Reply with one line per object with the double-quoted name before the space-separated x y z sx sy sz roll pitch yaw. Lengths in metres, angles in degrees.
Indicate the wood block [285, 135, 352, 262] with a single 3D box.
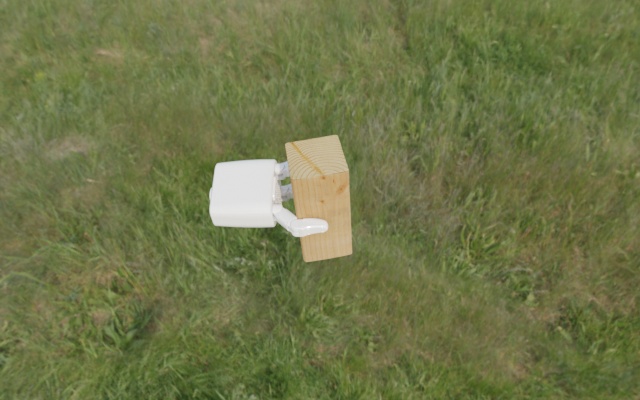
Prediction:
"wood block" 0.000 0.003 0.814 0.090 0.090 0.206 -9 -43 -3
